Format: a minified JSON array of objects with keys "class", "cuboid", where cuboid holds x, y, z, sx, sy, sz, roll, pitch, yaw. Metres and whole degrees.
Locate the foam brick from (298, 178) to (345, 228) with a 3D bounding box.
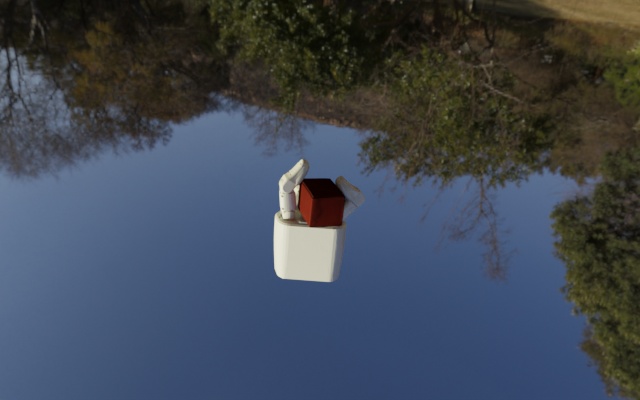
[{"class":"foam brick","cuboid":[0.000,0.002,0.742,0.053,0.051,0.078,-1,24,-17]}]
